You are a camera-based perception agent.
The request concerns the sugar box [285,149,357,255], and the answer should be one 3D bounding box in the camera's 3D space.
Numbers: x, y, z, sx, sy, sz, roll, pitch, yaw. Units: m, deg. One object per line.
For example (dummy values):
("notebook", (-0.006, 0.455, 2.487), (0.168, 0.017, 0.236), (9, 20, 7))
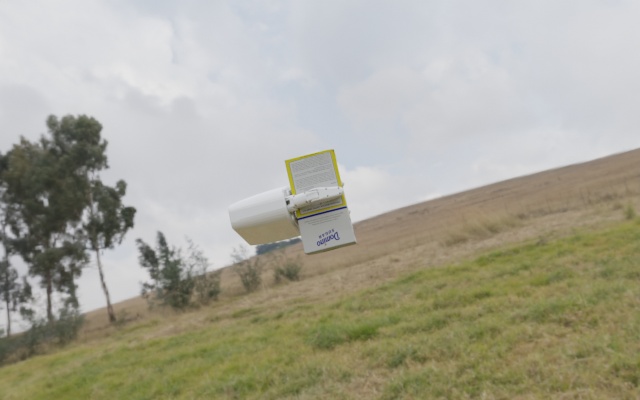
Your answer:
("sugar box", (0.000, 0.003, 0.859), (0.093, 0.176, 0.048), (-14, -11, 6))
